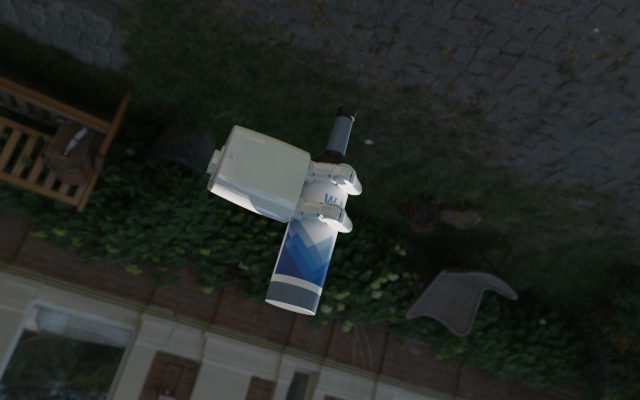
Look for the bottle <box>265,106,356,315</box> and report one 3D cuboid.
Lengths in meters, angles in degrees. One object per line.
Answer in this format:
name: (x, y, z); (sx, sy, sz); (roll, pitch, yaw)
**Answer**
bottle: (0.000, 0.002, 0.652); (0.069, 0.295, 0.069); (15, -19, 5)
